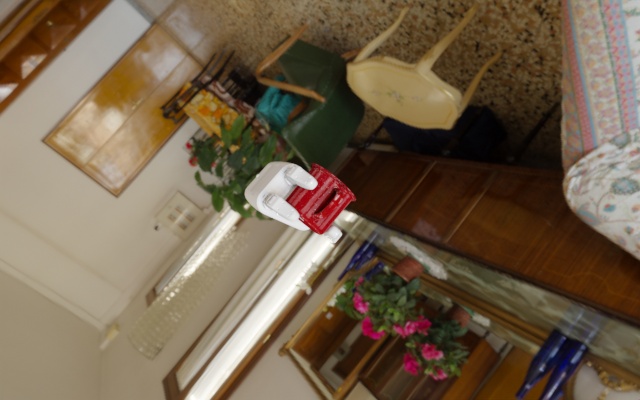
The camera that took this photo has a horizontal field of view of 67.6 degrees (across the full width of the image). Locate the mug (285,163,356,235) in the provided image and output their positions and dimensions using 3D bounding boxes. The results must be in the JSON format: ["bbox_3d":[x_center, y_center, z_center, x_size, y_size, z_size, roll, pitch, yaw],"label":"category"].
[{"bbox_3d":[0.001,0.003,0.752,0.093,0.081,0.117,43,-8,-22],"label":"mug"}]
